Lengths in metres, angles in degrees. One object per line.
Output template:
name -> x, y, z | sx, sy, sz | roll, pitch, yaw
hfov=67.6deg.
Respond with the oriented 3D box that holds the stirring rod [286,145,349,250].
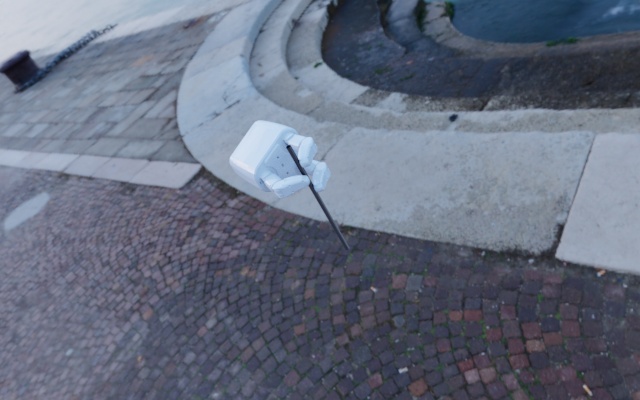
stirring rod -> 0.000, 0.003, 0.794 | 0.011, 0.240, 0.011 | -19, 37, 15
